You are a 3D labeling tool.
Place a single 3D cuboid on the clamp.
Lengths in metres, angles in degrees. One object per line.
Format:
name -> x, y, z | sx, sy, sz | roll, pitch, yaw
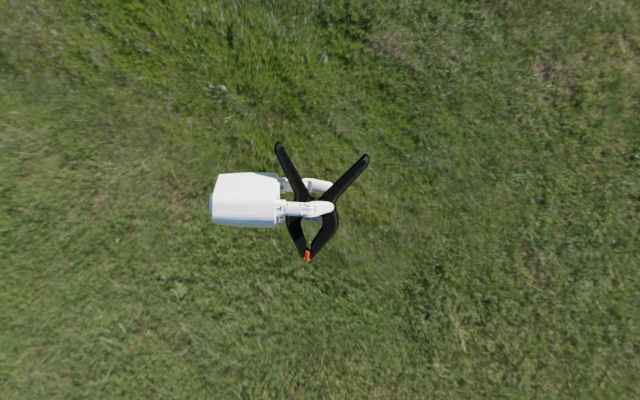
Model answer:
clamp -> 0.000, 0.003, 0.835 | 0.164, 0.210, 0.036 | 2, 11, -1
